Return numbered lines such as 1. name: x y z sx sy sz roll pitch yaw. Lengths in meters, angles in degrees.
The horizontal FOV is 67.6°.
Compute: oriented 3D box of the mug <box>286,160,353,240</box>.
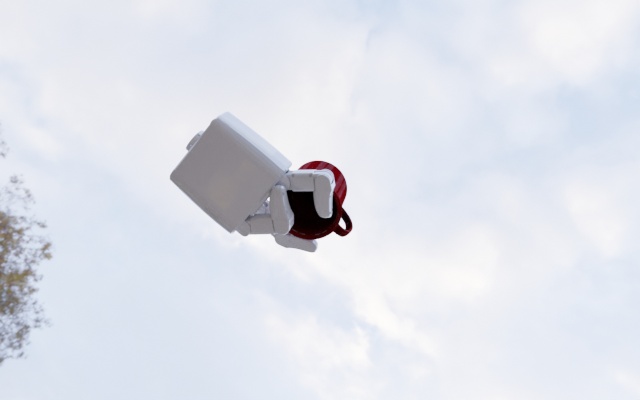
1. mug: 0.001 0.003 0.656 0.117 0.093 0.081 41 27 -6
